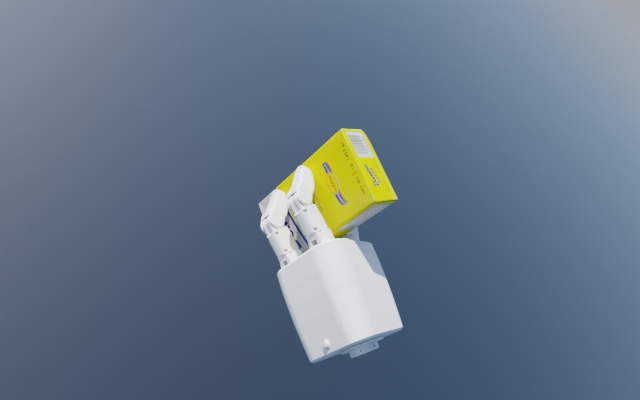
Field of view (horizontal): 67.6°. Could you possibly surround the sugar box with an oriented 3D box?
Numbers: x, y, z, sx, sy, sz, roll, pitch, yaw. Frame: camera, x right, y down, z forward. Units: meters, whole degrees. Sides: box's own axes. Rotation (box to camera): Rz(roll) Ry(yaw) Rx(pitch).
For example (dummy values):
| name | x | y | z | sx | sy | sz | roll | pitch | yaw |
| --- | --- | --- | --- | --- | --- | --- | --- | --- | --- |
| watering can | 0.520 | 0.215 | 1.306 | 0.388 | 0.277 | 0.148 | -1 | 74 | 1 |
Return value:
| name | x | y | z | sx | sy | sz | roll | pitch | yaw |
| --- | --- | --- | --- | --- | --- | --- | --- | --- | --- |
| sugar box | 0.000 | 0.002 | 0.565 | 0.048 | 0.093 | 0.176 | -4 | -26 | -46 |
